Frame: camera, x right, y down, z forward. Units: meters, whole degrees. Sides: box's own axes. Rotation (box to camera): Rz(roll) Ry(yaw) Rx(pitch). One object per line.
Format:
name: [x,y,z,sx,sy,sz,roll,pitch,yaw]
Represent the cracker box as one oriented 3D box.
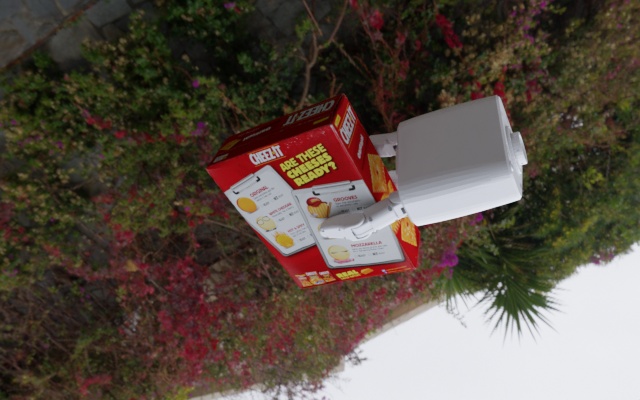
cracker box: [0.000,0.002,0.557,0.164,0.214,0.072,-15,35,28]
